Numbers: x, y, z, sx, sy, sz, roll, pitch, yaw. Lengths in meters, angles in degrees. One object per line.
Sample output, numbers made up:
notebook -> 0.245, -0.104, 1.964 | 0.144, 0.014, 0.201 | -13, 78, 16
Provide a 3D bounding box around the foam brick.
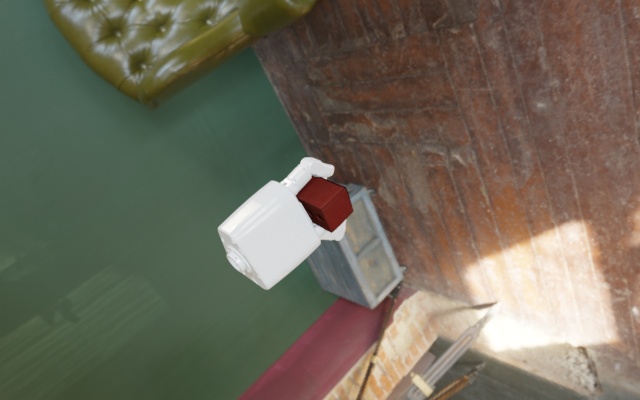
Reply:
foam brick -> 0.000, 0.002, 0.701 | 0.078, 0.053, 0.051 | 25, 59, 41
